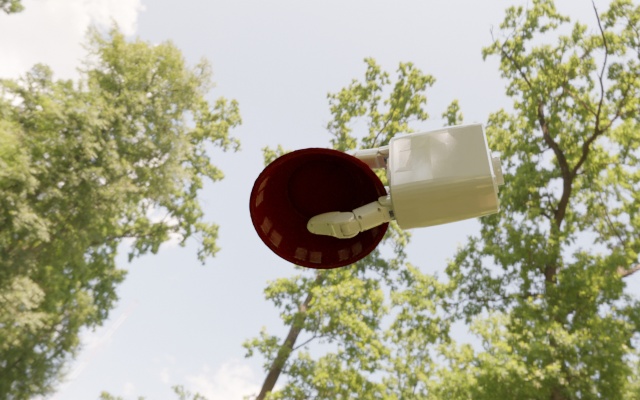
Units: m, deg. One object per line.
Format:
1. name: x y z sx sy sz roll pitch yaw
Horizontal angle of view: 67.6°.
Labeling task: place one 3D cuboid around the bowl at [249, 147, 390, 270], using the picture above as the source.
1. bowl: -0.001 0.002 0.565 0.162 0.162 0.055 0 30 4
